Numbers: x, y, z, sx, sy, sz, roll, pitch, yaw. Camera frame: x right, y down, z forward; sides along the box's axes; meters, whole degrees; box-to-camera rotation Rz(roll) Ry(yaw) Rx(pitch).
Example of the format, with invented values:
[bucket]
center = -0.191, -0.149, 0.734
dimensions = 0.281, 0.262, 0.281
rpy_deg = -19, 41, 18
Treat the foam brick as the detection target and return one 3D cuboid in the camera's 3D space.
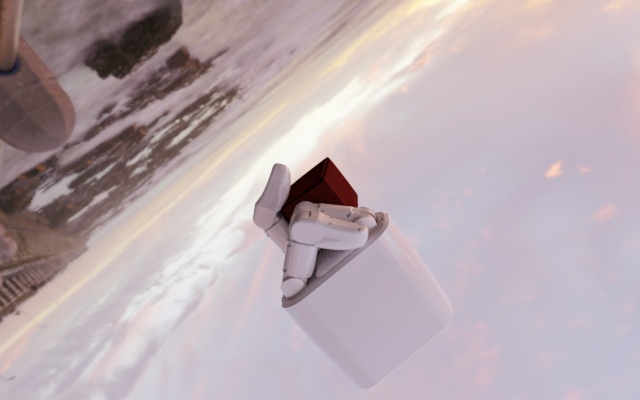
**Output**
[foam brick]
center = 0.000, 0.001, 0.454
dimensions = 0.053, 0.051, 0.078
rpy_deg = -36, 12, 16
